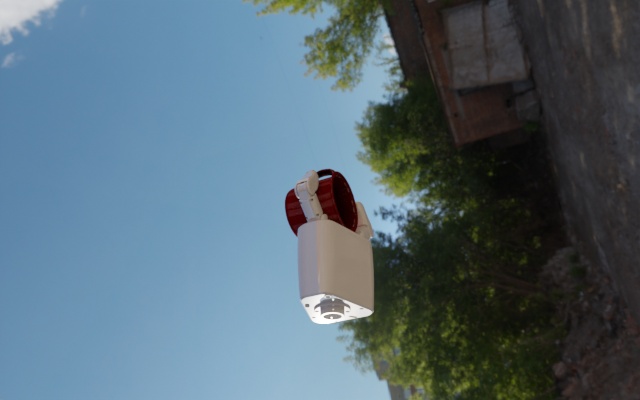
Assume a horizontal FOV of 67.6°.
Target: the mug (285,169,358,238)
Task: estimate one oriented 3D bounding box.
[{"bbox_3d":[0.000,0.001,0.713,0.081,0.117,0.093,-16,-36,22],"label":"mug"}]
